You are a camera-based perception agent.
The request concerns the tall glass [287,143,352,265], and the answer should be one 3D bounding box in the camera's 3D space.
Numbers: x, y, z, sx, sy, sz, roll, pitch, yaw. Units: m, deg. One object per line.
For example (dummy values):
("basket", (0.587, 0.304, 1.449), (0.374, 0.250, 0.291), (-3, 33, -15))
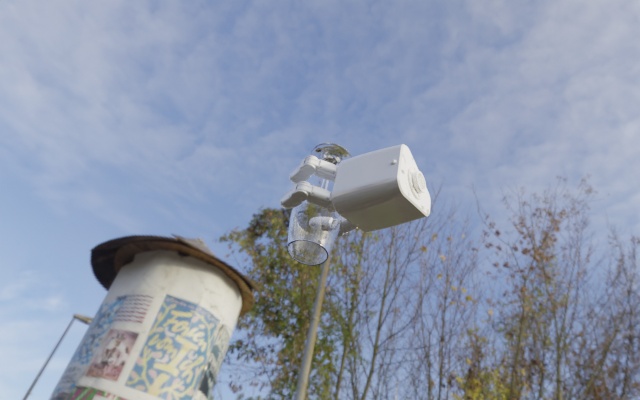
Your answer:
("tall glass", (0.000, 0.002, 0.752), (0.079, 0.201, 0.079), (9, -40, 7))
